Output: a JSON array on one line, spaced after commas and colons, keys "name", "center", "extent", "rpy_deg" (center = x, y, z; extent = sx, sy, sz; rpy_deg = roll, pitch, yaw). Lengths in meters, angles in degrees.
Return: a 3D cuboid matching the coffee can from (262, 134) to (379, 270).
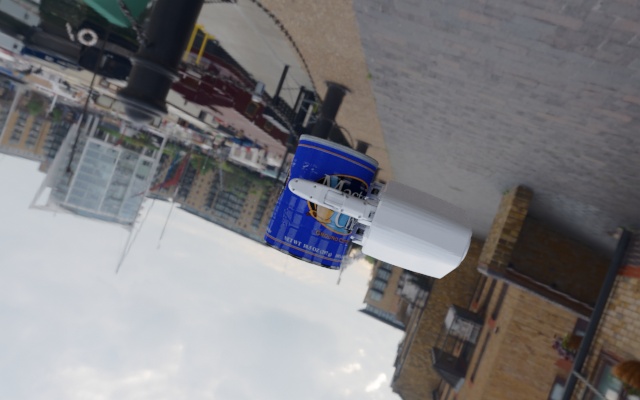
[{"name": "coffee can", "center": [0.000, 0.002, 0.591], "extent": [0.103, 0.140, 0.103], "rpy_deg": [20, 0, 0]}]
